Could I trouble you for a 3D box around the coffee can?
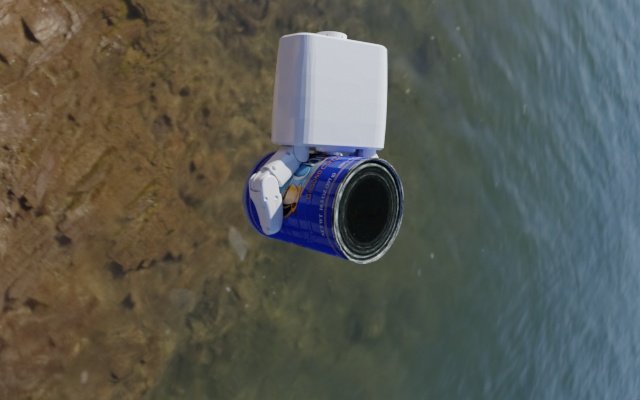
[{"bbox_3d":[0.000,0.002,0.501,0.103,0.103,0.140,0,7,-44],"label":"coffee can"}]
